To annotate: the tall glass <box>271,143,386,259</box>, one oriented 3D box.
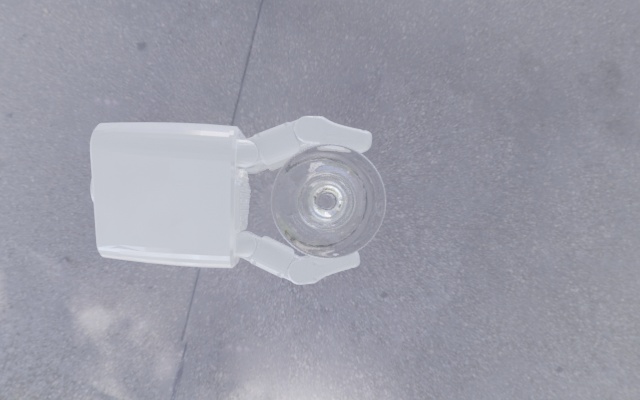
[{"bbox_3d":[0.000,0.001,0.403,0.079,0.079,0.201,0,-1,-3],"label":"tall glass"}]
